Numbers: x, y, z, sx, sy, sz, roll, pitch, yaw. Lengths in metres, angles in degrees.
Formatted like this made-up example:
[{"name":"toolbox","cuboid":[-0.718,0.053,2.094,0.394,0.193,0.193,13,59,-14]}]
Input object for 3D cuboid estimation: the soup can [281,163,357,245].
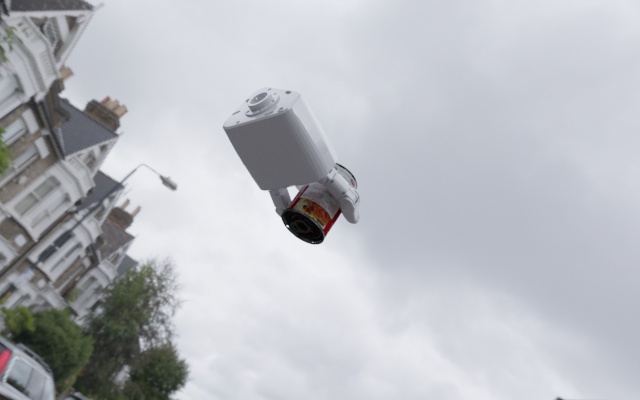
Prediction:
[{"name":"soup can","cuboid":[0.001,0.002,0.672,0.068,0.068,0.102,0,44,43]}]
